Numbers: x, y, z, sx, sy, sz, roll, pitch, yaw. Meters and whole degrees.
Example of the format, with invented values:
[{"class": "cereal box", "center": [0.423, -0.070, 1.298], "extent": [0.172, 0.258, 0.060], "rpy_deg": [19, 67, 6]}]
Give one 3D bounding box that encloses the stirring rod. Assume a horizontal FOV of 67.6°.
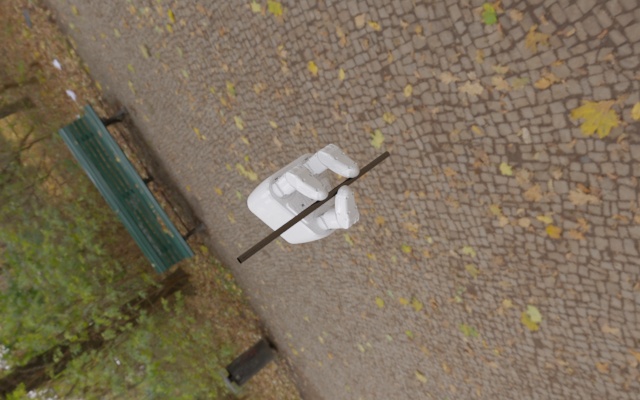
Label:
[{"class": "stirring rod", "center": [0.000, 0.002, 0.564], "extent": [0.239, 0.011, 0.011], "rpy_deg": [-36, 18, -27]}]
